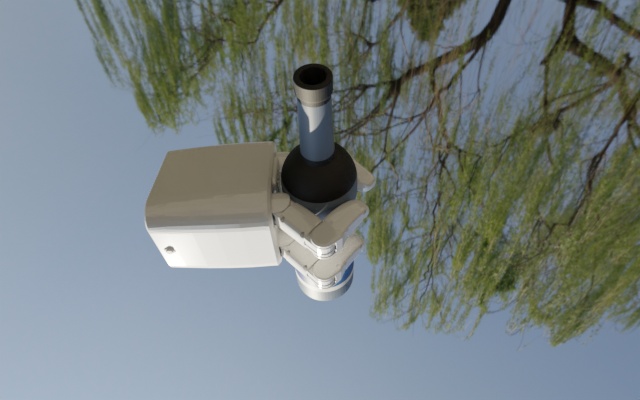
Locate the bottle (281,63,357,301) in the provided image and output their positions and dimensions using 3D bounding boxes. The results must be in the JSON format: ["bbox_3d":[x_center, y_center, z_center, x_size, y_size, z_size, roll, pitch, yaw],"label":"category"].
[{"bbox_3d":[0.000,0.002,0.443,0.069,0.069,0.296,0,-36,3],"label":"bottle"}]
